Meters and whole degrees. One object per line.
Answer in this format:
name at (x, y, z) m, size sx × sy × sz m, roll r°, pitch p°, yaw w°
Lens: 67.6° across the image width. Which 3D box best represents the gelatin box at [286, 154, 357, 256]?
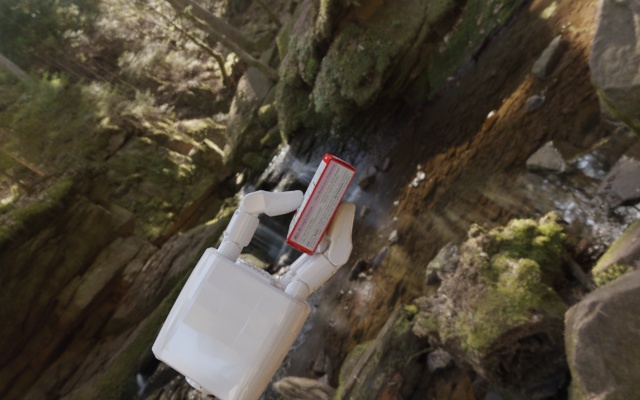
gelatin box at (0.000, 0.001, 0.454) m, size 0.030 × 0.089 × 0.073 m, roll 26°, pitch 6°, yaw -5°
